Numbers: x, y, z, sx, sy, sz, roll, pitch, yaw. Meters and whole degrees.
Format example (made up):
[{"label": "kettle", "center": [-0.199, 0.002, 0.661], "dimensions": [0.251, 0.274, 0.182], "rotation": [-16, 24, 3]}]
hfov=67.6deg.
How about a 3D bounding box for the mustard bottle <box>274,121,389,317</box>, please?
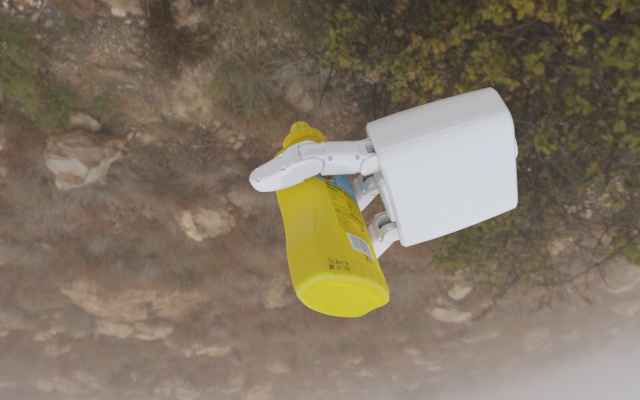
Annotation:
[{"label": "mustard bottle", "center": [0.000, 0.002, 0.422], "dimensions": [0.058, 0.191, 0.096], "rotation": [-33, -39, 24]}]
